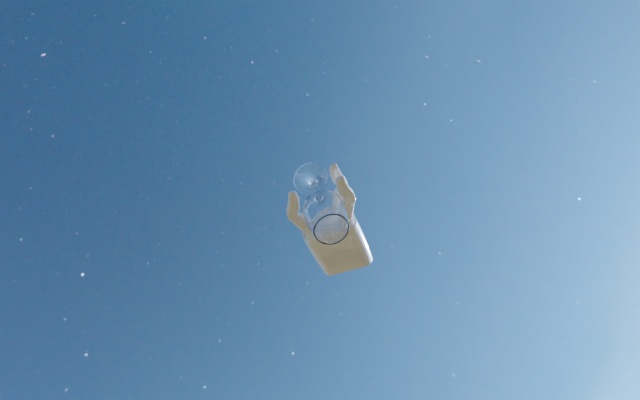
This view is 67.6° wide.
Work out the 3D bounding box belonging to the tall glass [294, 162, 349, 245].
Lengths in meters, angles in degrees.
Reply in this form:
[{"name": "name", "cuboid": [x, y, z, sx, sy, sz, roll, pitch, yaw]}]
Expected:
[{"name": "tall glass", "cuboid": [0.000, 0.003, 0.894, 0.079, 0.079, 0.201, 0, 28, -12]}]
